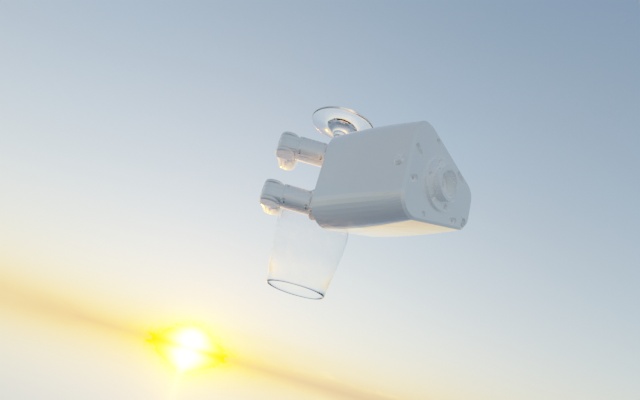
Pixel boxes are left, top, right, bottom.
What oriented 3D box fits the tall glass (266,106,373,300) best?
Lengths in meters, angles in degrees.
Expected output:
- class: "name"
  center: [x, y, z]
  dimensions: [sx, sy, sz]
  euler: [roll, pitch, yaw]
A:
- class: "tall glass"
  center: [0.000, 0.001, 0.520]
  dimensions: [0.079, 0.201, 0.079]
  euler: [14, -20, 5]
